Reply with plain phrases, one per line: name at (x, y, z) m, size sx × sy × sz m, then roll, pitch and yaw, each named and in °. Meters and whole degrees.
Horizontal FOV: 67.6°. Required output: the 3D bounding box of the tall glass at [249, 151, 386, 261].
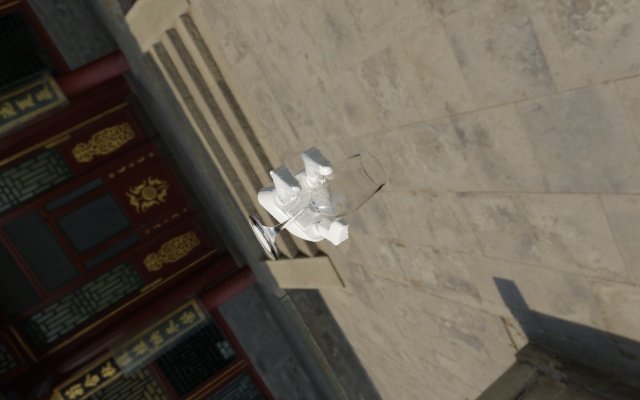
tall glass at (0.000, 0.003, 0.695) m, size 0.201 × 0.079 × 0.079 m, roll -32°, pitch 11°, yaw -18°
